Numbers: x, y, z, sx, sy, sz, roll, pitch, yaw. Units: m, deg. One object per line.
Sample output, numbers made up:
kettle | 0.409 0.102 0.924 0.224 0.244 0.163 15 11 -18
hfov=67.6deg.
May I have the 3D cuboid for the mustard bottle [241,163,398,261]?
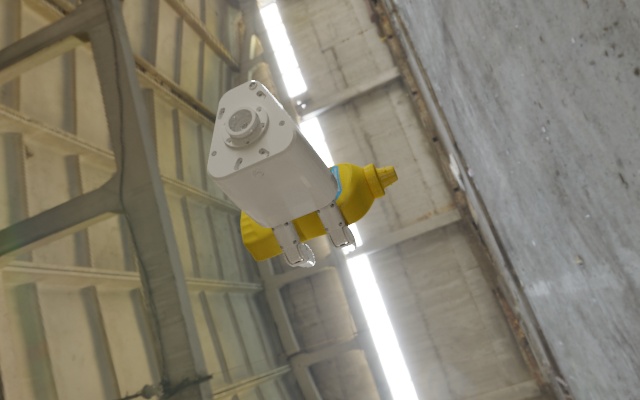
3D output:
mustard bottle | 0.000 0.002 0.574 0.191 0.058 0.096 -22 33 12
